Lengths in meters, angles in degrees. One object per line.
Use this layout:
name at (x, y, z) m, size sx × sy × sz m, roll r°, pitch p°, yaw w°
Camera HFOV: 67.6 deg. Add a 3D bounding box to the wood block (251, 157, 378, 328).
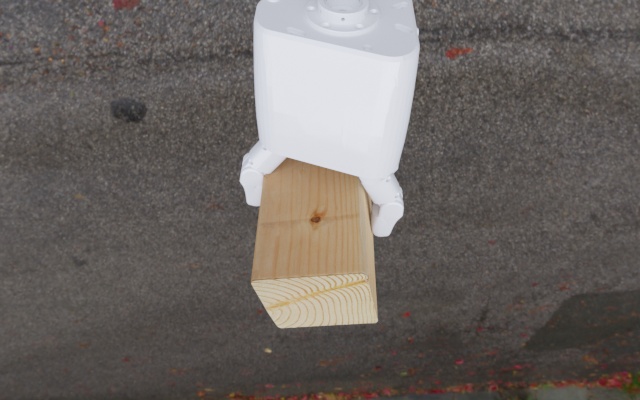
wood block at (0.000, 0.001, 0.444) m, size 0.091 × 0.206 × 0.090 m, roll -5°, pitch -38°, yaw 9°
